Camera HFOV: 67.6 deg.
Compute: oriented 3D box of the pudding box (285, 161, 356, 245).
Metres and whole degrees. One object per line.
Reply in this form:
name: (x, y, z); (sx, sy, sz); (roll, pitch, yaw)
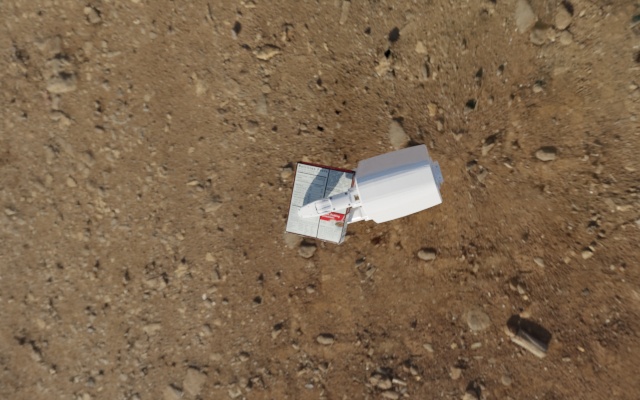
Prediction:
pudding box: (0.000, 0.002, 0.723); (0.090, 0.113, 0.039); (12, 6, 10)
